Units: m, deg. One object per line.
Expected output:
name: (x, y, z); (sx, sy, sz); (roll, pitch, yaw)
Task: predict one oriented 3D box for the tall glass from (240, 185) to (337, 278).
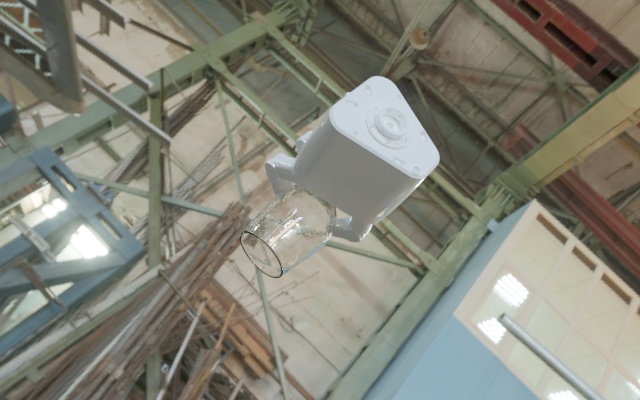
tall glass: (0.001, 0.002, 0.552); (0.079, 0.079, 0.201); (0, 34, 50)
